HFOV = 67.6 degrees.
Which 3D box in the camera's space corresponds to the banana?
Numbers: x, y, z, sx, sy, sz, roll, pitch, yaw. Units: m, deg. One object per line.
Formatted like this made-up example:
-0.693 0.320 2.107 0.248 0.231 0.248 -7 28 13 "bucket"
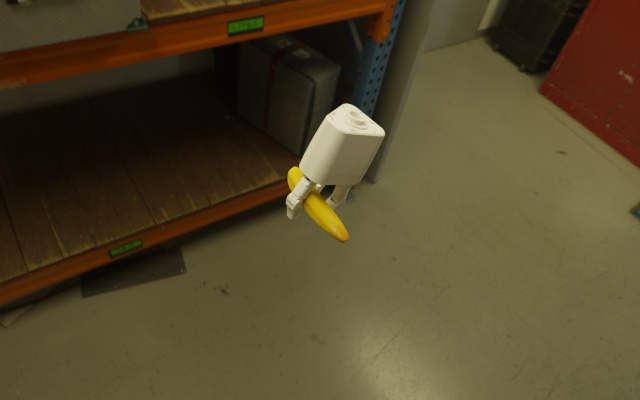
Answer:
-0.014 -0.004 0.845 0.070 0.037 0.197 23 24 -45 "banana"
